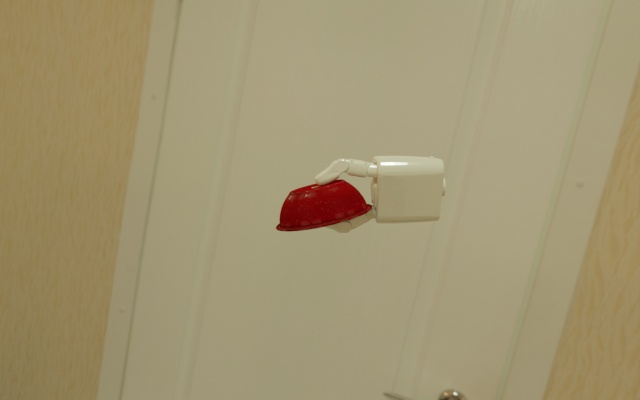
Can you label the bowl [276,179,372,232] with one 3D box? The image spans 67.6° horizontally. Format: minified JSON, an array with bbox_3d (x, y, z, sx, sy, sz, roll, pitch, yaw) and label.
[{"bbox_3d":[-0.001,0.002,0.778,0.162,0.055,0.162,-13,8,2],"label":"bowl"}]
